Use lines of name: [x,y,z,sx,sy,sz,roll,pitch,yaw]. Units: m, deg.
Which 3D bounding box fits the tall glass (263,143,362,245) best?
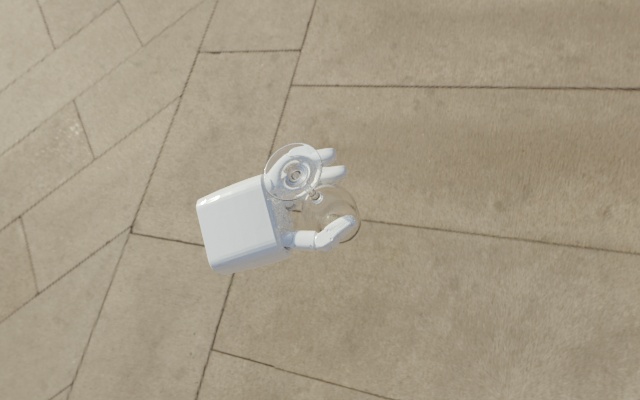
tall glass: [0.000,0.002,0.640,0.079,0.079,0.201,0,-21,21]
